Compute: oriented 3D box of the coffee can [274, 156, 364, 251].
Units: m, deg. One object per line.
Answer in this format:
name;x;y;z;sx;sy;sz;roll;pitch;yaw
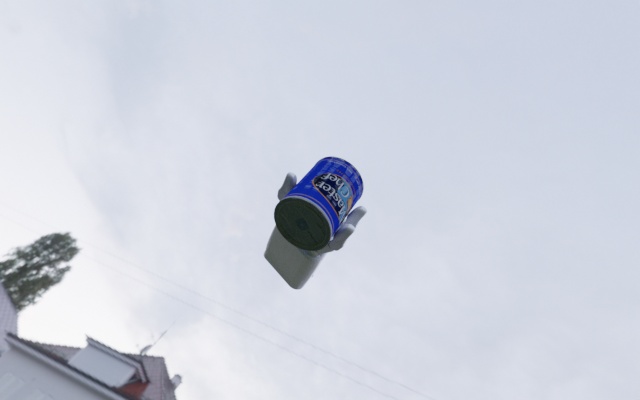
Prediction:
coffee can;0.000;0.003;0.806;0.103;0.103;0.140;0;32;31
